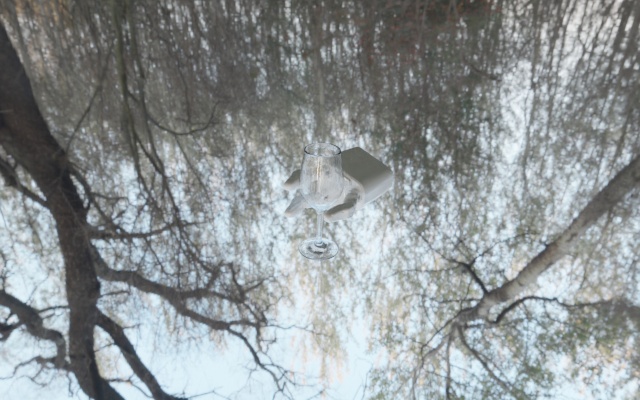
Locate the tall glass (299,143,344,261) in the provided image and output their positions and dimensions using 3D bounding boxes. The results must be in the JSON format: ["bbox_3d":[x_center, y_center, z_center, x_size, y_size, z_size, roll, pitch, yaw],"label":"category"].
[{"bbox_3d":[0.000,0.003,0.840,0.079,0.201,0.079,2,29,-1],"label":"tall glass"}]
